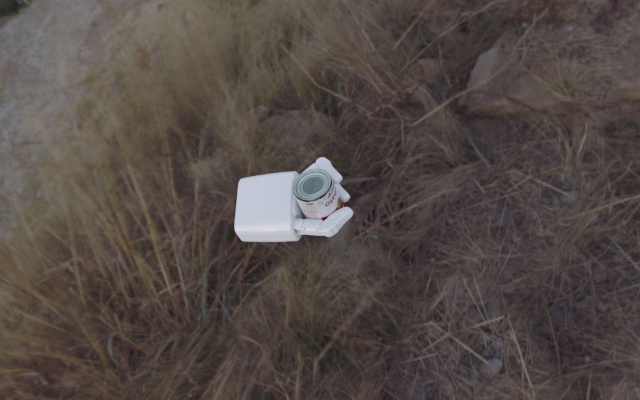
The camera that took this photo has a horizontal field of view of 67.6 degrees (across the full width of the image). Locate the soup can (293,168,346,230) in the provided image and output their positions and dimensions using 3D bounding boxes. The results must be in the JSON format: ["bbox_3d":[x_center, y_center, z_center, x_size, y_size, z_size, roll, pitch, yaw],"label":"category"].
[{"bbox_3d":[0.001,0.003,0.801,0.068,0.068,0.102,0,-35,20],"label":"soup can"}]
